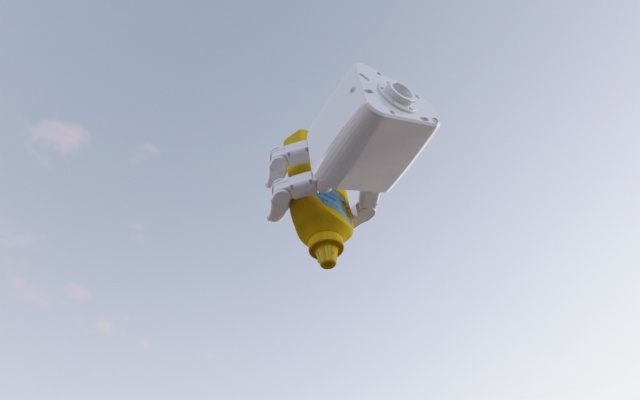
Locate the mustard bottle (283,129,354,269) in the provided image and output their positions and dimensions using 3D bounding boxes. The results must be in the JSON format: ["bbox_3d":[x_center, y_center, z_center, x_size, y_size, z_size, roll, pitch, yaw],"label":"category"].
[{"bbox_3d":[0.000,0.002,0.589,0.058,0.191,0.096,-31,-48,22],"label":"mustard bottle"}]
